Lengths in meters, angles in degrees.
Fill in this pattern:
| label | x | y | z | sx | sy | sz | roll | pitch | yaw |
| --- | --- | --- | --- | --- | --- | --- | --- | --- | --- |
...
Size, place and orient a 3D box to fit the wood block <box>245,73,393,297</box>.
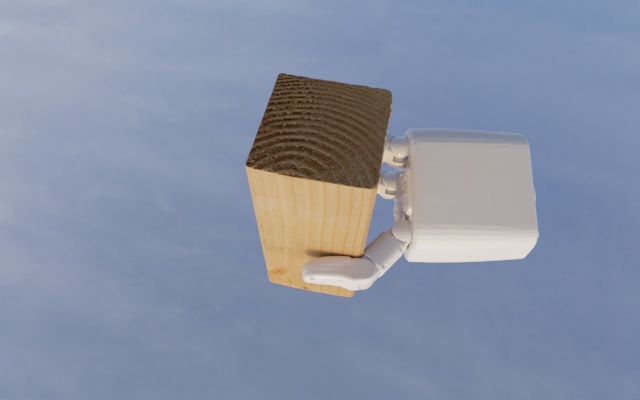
| label | x | y | z | sx | sy | sz | roll | pitch | yaw |
| --- | --- | --- | --- | --- | --- | --- | --- | --- | --- |
| wood block | 0.000 | 0.002 | 0.418 | 0.090 | 0.090 | 0.206 | 10 | -31 | 5 |
